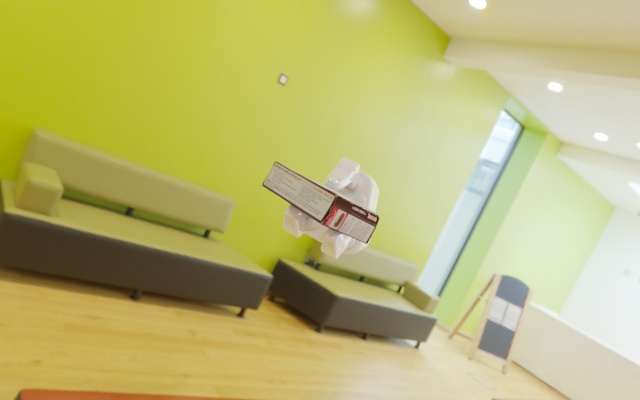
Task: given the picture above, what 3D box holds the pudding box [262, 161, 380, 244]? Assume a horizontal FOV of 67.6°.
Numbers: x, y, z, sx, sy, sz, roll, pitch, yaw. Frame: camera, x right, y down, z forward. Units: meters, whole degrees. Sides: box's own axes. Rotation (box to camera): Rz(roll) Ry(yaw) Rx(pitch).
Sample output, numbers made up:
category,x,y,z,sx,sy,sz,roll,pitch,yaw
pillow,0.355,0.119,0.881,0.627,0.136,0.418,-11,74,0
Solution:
category,x,y,z,sx,sy,sz,roll,pitch,yaw
pudding box,0.000,0.002,0.550,0.113,0.039,0.090,28,2,42
